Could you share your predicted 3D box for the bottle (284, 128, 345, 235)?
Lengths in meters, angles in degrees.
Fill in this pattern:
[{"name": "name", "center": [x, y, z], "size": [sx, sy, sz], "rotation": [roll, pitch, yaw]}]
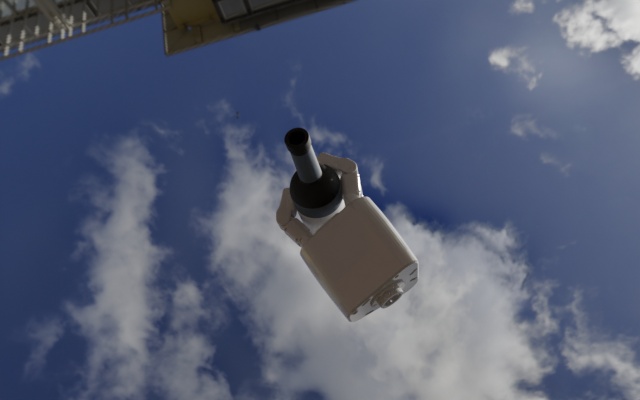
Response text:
[{"name": "bottle", "center": [0.000, 0.002, 0.638], "size": [0.069, 0.069, 0.296], "rotation": [0, -28, 11]}]
